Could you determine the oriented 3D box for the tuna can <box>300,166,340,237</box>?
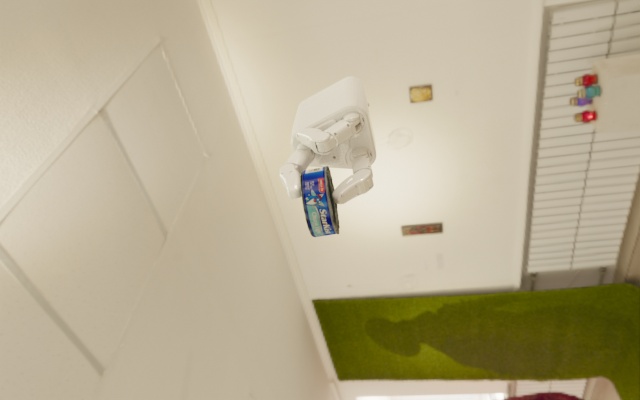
[{"bbox_3d":[0.000,0.002,0.591,0.034,0.086,0.086,-9,-1,6],"label":"tuna can"}]
